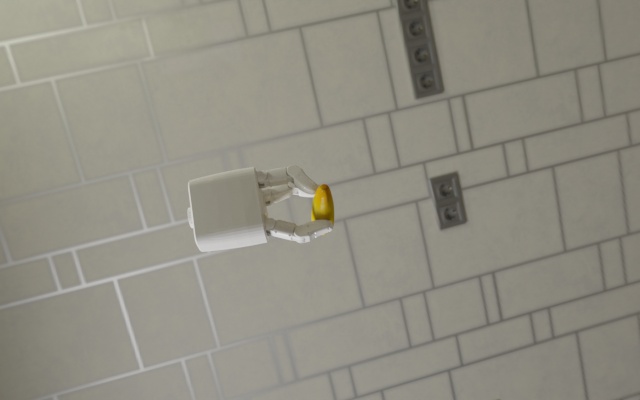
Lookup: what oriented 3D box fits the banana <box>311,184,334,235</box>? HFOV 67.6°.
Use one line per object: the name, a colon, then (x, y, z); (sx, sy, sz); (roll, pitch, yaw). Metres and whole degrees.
banana: (0.002, 0.021, 0.785); (0.037, 0.069, 0.198); (-6, -6, -1)
